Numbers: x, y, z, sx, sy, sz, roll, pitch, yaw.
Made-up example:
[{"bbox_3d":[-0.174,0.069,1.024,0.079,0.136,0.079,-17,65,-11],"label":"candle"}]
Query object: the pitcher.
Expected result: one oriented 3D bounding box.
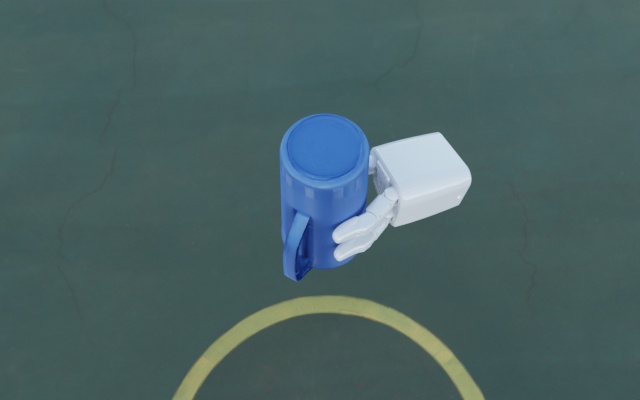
[{"bbox_3d":[0.000,0.002,0.661,0.145,0.149,0.243,-14,-27,-8],"label":"pitcher"}]
